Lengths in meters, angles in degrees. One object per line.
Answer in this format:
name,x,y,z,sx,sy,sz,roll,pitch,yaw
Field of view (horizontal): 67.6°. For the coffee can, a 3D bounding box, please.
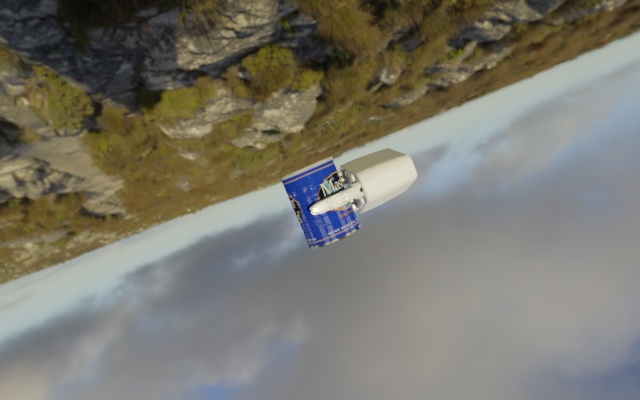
coffee can,0.000,0.003,0.870,0.103,0.140,0.103,-23,4,2
